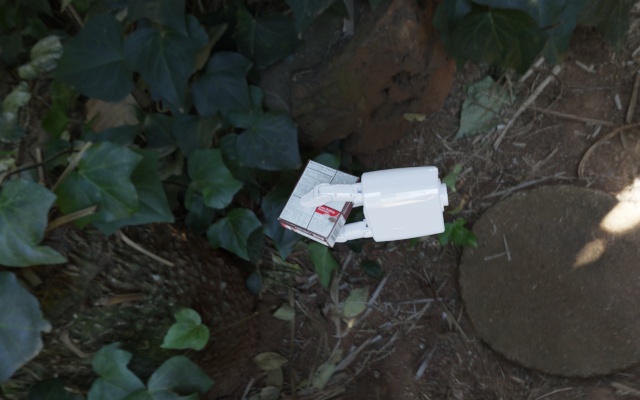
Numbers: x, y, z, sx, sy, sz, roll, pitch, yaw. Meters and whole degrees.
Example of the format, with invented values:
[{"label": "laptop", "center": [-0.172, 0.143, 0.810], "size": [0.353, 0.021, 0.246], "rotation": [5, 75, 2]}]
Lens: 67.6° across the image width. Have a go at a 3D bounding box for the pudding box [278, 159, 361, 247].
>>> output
[{"label": "pudding box", "center": [0.000, 0.002, 0.735], "size": [0.090, 0.113, 0.039], "rotation": [22, -18, 21]}]
